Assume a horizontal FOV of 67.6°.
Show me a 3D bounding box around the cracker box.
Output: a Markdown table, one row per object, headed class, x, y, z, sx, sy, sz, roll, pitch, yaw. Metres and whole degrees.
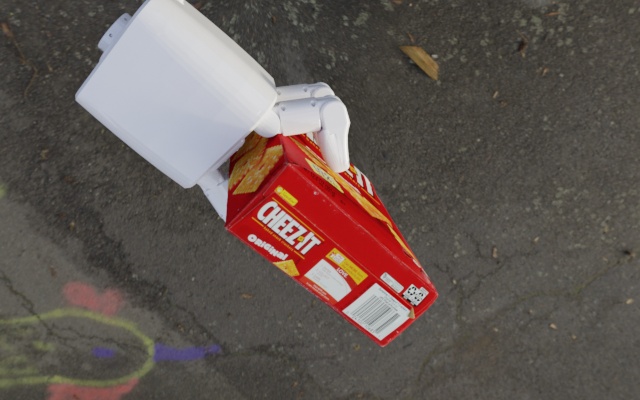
| class | x | y | z | sx | sy | sz | roll | pitch | yaw |
| --- | --- | --- | --- | --- | --- | --- | --- | --- | --- |
| cracker box | 0.000 | 0.002 | 0.427 | 0.164 | 0.072 | 0.213 | 41 | 13 | -23 |
